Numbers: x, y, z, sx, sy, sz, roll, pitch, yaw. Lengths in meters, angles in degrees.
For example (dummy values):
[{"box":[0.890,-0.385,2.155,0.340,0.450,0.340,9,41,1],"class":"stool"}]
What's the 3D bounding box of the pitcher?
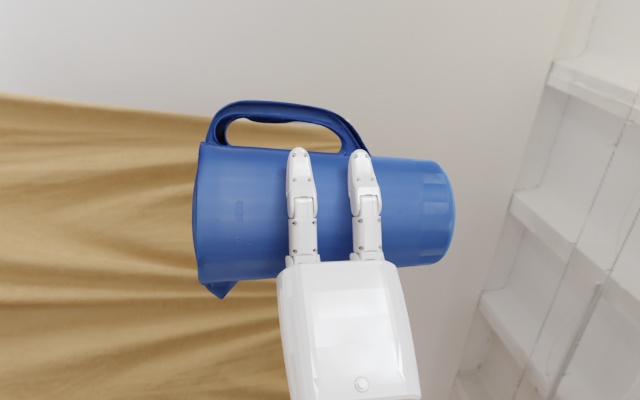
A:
[{"box":[0.000,0.002,0.466,0.243,0.145,0.149,0,-37,-11],"class":"pitcher"}]
